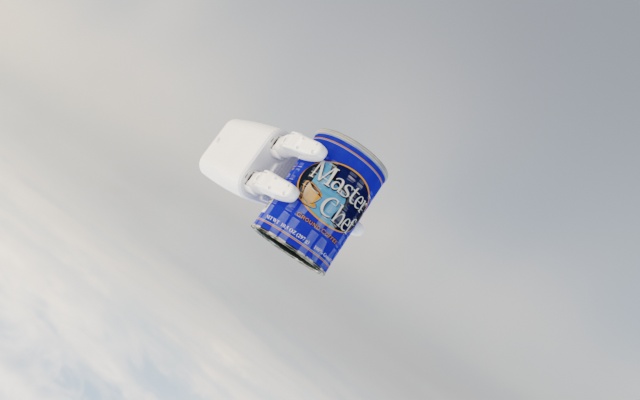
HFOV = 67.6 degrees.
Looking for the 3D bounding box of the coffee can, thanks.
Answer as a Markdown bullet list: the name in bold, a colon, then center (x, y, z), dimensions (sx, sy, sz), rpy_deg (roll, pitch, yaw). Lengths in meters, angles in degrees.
- **coffee can**: center (0.000, 0.002, 0.563), dimensions (0.103, 0.140, 0.103), rpy_deg (33, -11, 7)
